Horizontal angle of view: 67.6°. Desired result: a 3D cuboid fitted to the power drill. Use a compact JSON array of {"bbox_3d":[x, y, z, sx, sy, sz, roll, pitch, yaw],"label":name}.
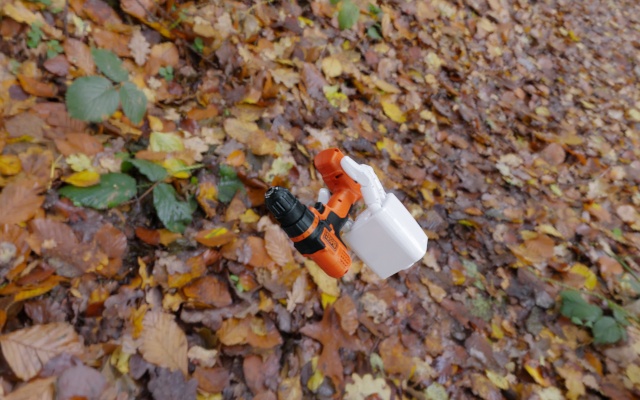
[{"bbox_3d":[0.000,0.002,0.758,0.057,0.184,0.187,-16,35,36],"label":"power drill"}]
